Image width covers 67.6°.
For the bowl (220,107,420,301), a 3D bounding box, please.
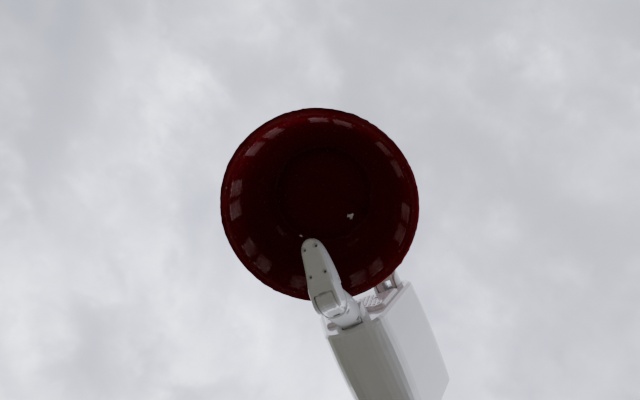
[{"bbox_3d":[0.000,0.000,0.407,0.162,0.162,0.055,0,15,6],"label":"bowl"}]
